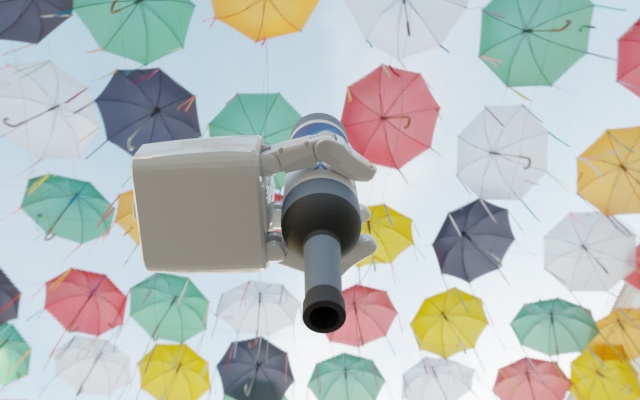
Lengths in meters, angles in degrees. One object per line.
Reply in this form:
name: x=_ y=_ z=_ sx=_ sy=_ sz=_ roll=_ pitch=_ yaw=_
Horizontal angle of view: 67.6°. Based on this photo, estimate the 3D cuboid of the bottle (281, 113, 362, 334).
bottle: x=0.000 y=0.001 z=0.423 sx=0.069 sy=0.069 sz=0.295 roll=0 pitch=29 yaw=-1
